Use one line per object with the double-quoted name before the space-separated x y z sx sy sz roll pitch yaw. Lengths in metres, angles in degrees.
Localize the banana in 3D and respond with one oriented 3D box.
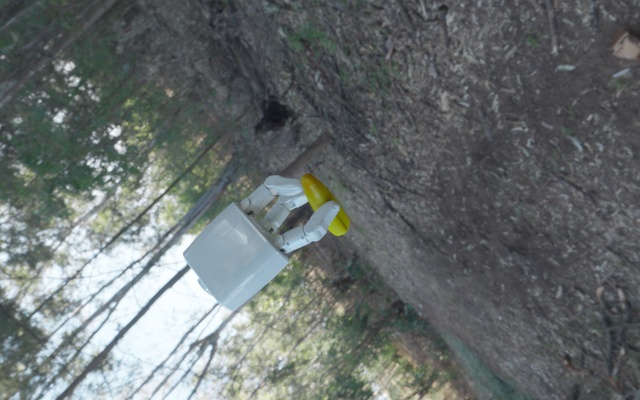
"banana" 0.013 0.016 0.718 0.037 0.069 0.198 -41 -18 -2
